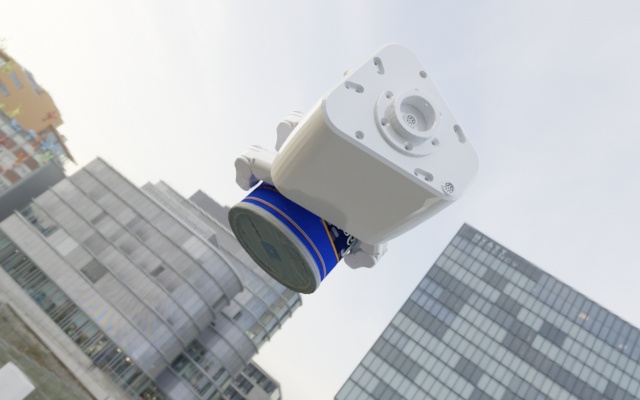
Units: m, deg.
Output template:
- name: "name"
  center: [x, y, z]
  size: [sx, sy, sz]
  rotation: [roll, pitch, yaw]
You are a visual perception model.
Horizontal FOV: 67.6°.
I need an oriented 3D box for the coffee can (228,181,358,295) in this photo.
- name: "coffee can"
  center: [0.000, 0.002, 0.445]
  size: [0.140, 0.103, 0.103]
  rotation: [-45, 25, -28]
